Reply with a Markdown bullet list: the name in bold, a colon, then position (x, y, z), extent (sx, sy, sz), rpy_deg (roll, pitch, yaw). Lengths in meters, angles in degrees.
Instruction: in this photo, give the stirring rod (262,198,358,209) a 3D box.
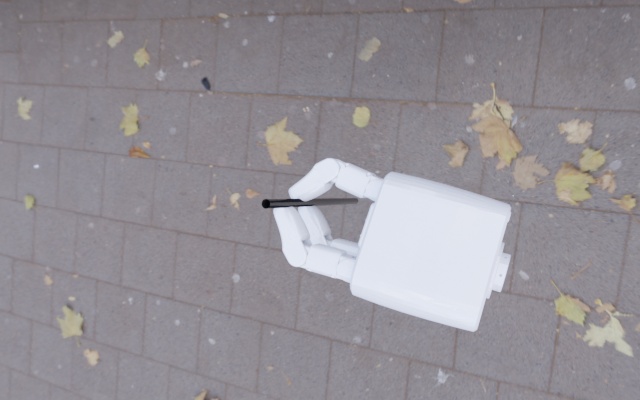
- **stirring rod**: position (0.000, 0.002, 0.504), extent (0.011, 0.011, 0.239), rpy_deg (0, 1, 22)
